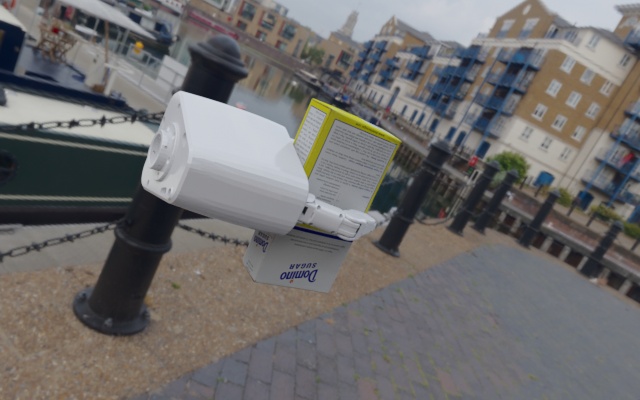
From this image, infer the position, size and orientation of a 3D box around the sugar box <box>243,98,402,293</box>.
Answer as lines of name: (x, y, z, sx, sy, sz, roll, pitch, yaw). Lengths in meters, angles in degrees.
sugar box: (0.000, 0.001, 0.466, 0.093, 0.176, 0.048, 17, 17, -35)
